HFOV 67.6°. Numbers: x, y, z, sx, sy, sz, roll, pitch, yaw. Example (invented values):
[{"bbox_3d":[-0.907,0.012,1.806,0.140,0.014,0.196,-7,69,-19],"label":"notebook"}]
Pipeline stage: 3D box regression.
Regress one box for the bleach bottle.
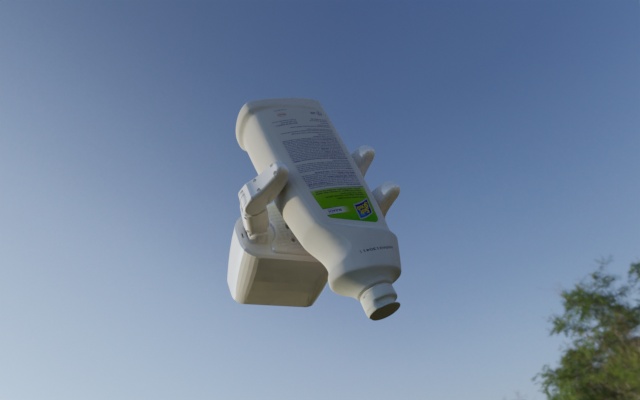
[{"bbox_3d":[0.000,0.001,0.464,0.102,0.250,0.068,-9,-38,-24],"label":"bleach bottle"}]
